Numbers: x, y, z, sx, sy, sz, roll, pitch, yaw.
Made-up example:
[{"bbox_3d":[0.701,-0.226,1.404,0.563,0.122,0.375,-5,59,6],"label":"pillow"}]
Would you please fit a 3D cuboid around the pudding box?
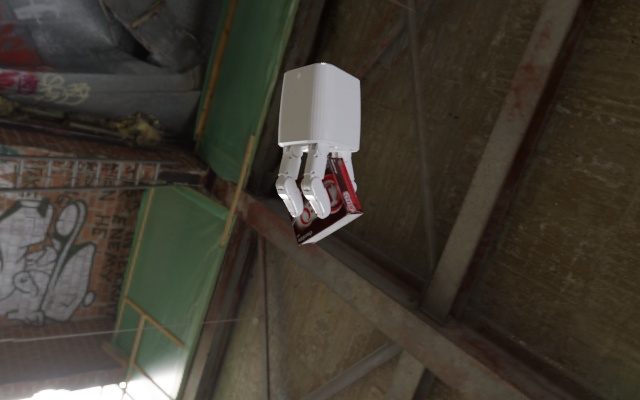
[{"bbox_3d":[0.000,0.002,0.686,0.039,0.090,0.113,0,-26,-42],"label":"pudding box"}]
